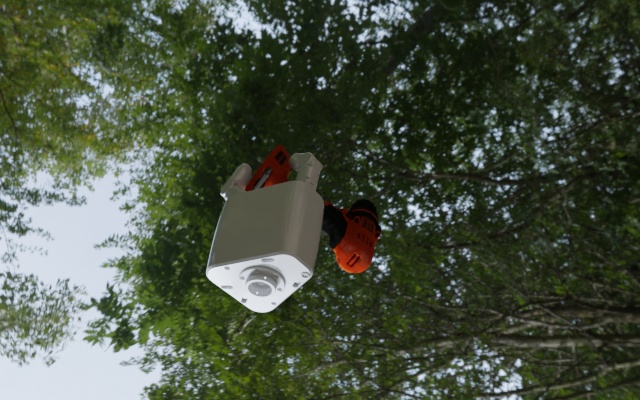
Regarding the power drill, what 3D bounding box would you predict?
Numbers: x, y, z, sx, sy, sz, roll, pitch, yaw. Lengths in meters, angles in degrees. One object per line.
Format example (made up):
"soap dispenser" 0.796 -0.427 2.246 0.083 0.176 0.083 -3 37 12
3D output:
"power drill" 0.000 0.002 0.653 0.187 0.057 0.184 34 20 -4
